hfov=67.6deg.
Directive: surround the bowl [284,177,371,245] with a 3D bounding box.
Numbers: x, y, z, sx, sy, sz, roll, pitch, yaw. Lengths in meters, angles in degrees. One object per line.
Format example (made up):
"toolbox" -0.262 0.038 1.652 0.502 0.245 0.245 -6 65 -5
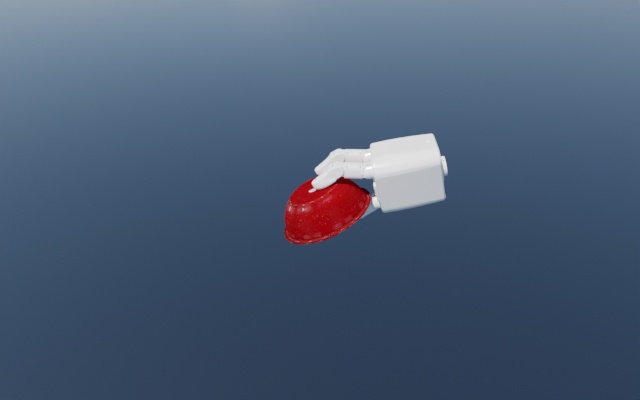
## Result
"bowl" -0.001 0.003 0.800 0.162 0.055 0.162 -23 25 11
